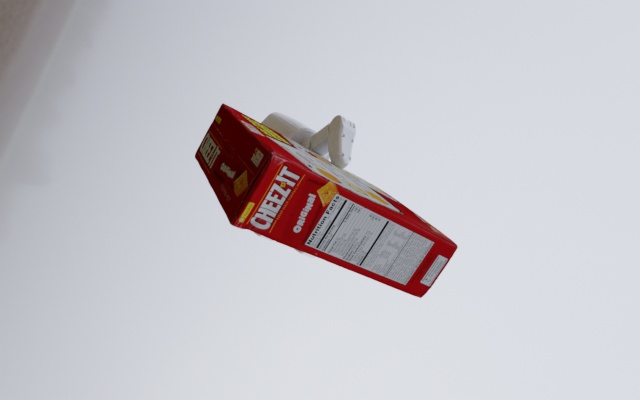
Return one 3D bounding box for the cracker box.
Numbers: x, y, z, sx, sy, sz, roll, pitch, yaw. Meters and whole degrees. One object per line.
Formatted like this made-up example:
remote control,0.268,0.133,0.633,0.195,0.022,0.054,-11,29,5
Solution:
cracker box,0.000,0.001,0.459,0.214,0.072,0.164,25,10,-32
